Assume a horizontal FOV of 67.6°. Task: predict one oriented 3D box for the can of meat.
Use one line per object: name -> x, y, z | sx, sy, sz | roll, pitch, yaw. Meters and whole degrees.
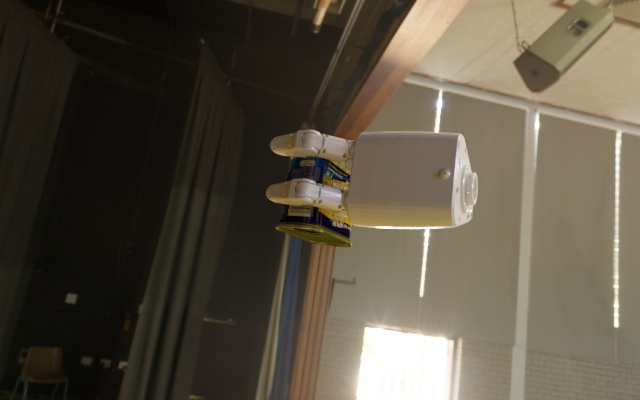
can of meat -> 0.000, 0.001, 0.541 | 0.057, 0.084, 0.102 | 1, -15, 30
